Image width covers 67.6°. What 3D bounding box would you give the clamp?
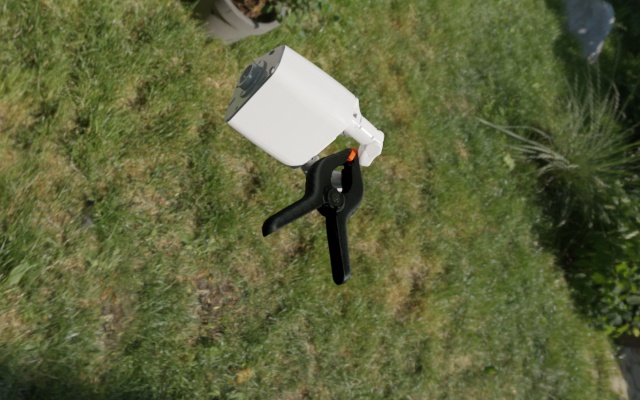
[{"bbox_3d":[0.001,0.002,0.567,0.120,0.171,0.039,31,-34,-29],"label":"clamp"}]
